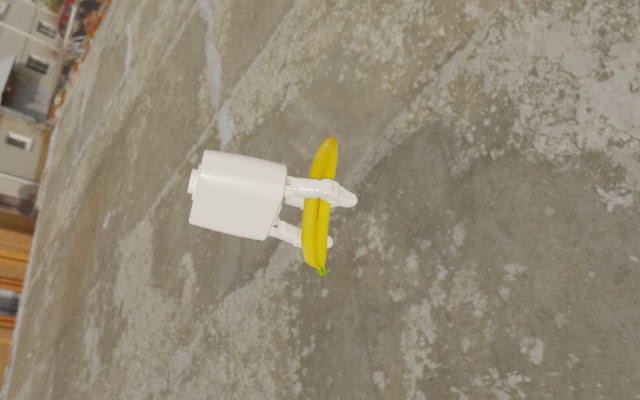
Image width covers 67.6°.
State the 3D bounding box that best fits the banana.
[{"bbox_3d":[-0.002,0.004,0.651,0.037,0.198,0.069,6,-4,6],"label":"banana"}]
